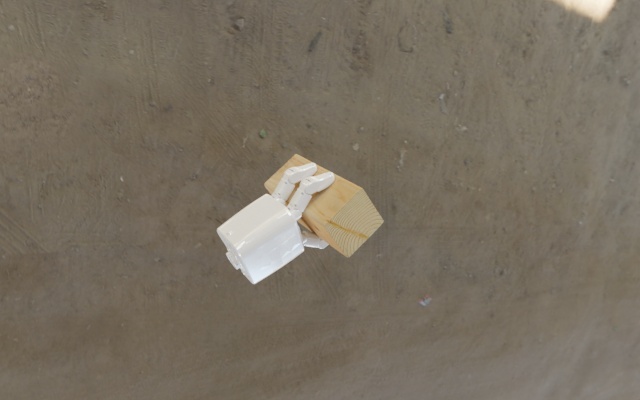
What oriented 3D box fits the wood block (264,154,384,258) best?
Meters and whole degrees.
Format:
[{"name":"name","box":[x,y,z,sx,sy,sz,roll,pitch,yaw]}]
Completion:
[{"name":"wood block","box":[0.000,0.003,0.844,0.206,0.090,0.091,32,-17,50]}]
